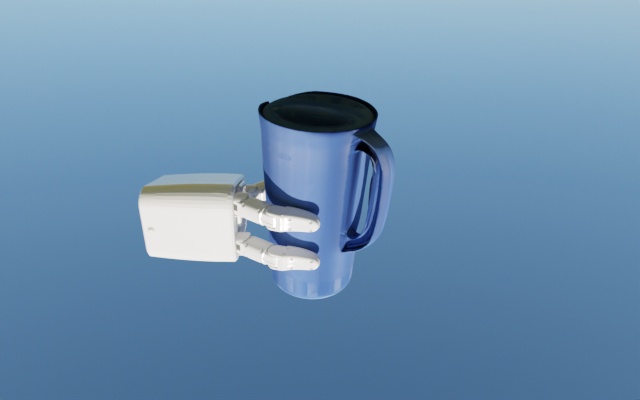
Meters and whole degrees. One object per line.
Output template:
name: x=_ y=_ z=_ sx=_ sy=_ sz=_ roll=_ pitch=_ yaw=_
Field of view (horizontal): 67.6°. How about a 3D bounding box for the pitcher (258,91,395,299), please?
pitcher: x=0.000 y=0.002 z=0.579 sx=0.145 sy=0.243 sz=0.149 roll=1 pitch=30 yaw=-2
